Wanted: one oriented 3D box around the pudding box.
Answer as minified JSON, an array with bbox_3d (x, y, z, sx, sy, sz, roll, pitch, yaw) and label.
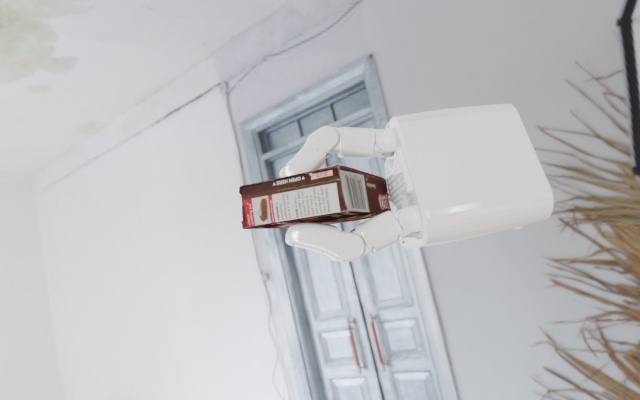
[{"bbox_3d":[0.000,0.001,0.401,0.090,0.039,0.113,-11,-9,24],"label":"pudding box"}]
